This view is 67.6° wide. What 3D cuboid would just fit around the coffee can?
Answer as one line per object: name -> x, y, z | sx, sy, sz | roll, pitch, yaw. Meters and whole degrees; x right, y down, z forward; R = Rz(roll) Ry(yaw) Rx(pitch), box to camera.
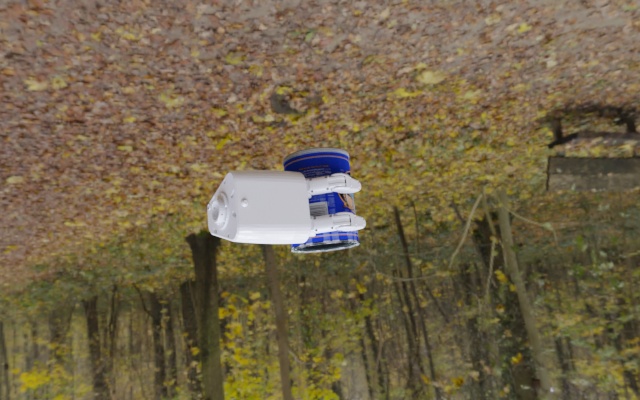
coffee can -> 0.000, 0.002, 0.722 | 0.103, 0.140, 0.103 | -6, -12, -1
